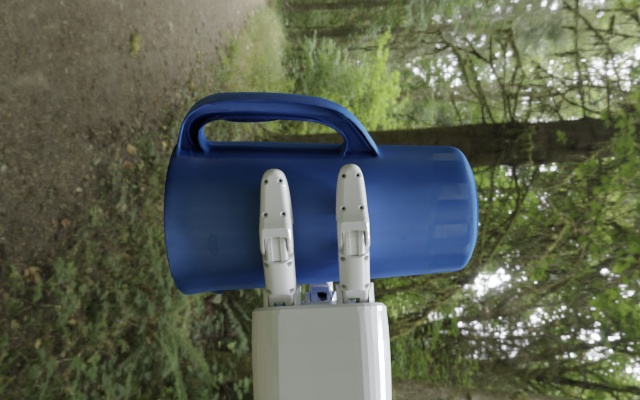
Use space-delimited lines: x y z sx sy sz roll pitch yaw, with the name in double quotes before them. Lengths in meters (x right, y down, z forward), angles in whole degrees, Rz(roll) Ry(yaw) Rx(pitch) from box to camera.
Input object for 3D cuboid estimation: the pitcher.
"pitcher" 0.000 0.002 0.404 0.243 0.145 0.149 -2 -15 -1
